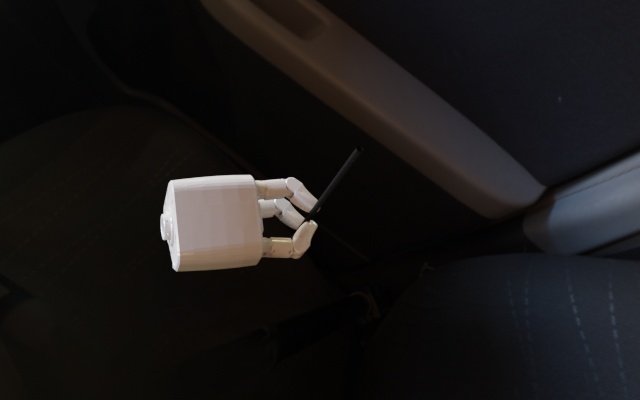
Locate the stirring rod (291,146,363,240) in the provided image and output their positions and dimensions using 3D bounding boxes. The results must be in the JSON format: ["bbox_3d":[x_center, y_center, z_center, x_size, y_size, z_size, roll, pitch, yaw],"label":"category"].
[{"bbox_3d":[0.000,0.002,0.623,0.011,0.011,0.240,0,-29,-24],"label":"stirring rod"}]
